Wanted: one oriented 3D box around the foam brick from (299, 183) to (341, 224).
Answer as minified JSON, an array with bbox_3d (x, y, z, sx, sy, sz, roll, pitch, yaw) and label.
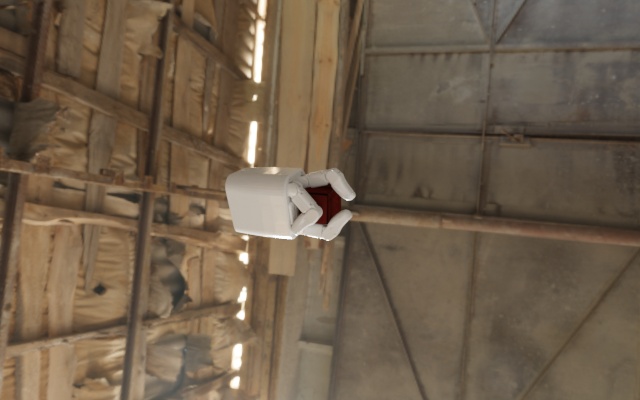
[{"bbox_3d":[0.000,0.003,0.792,0.051,0.053,0.078,4,15,17],"label":"foam brick"}]
